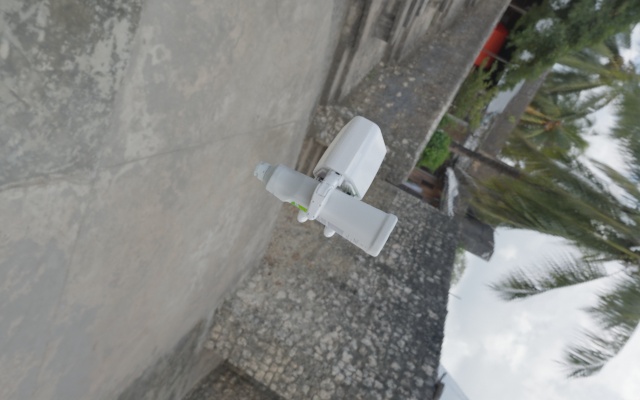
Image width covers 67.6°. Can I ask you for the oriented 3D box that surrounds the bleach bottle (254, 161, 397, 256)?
[{"bbox_3d":[0.000,0.003,0.799,0.251,0.068,0.102,29,-13,8],"label":"bleach bottle"}]
